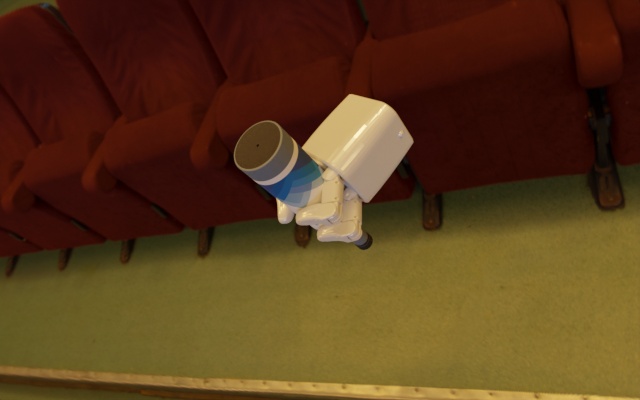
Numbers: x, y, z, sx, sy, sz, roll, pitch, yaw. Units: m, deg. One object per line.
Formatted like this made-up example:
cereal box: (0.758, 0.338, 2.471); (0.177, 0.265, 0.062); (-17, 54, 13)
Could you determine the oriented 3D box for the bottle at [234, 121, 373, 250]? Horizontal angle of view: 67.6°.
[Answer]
bottle: (0.000, 0.002, 0.646); (0.069, 0.069, 0.296); (0, -26, 32)
